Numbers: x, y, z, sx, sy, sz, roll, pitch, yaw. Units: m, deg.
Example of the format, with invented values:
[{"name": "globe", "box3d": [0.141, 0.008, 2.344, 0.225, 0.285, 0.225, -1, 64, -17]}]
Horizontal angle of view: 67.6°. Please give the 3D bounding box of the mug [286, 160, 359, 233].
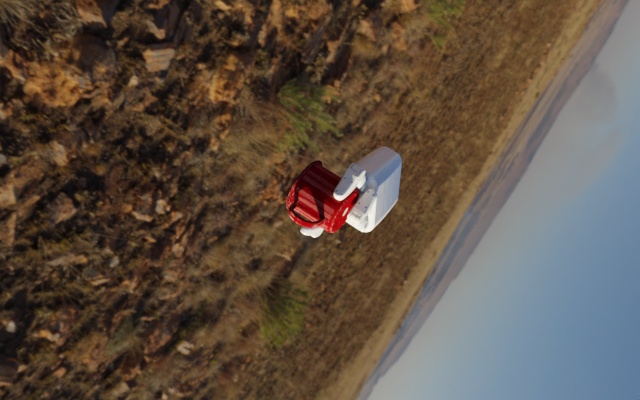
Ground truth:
[{"name": "mug", "box3d": [0.000, 0.003, 0.737, 0.081, 0.093, 0.117, 33, 43, 17]}]
